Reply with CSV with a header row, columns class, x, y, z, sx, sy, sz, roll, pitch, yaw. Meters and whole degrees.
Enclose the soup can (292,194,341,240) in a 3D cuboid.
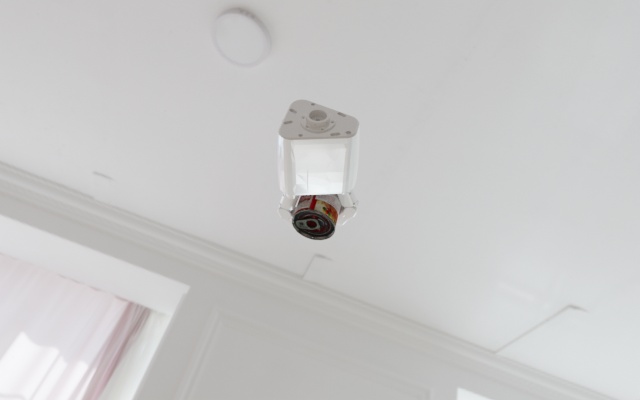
class,x,y,z,sx,sy,sz,roll,pitch,yaw
soup can,0.000,0.003,0.755,0.068,0.102,0.069,9,-42,9
